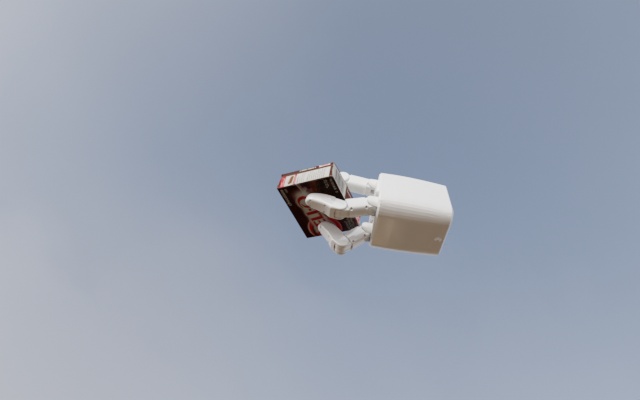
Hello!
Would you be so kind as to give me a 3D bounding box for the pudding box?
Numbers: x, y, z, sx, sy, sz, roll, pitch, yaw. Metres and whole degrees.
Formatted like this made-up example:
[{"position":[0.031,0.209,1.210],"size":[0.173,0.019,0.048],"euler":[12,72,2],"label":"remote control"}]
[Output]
[{"position":[0.000,0.002,0.718],"size":[0.090,0.114,0.039],"euler":[-13,37,21],"label":"pudding box"}]
